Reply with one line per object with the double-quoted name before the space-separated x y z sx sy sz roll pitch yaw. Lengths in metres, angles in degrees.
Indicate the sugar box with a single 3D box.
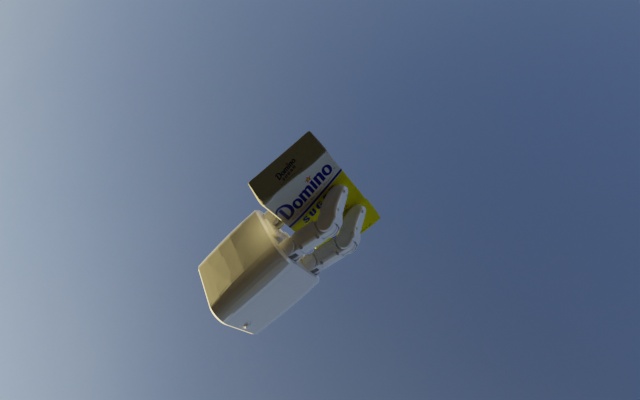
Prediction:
"sugar box" 0.000 0.002 0.580 0.093 0.048 0.176 -40 -35 4
